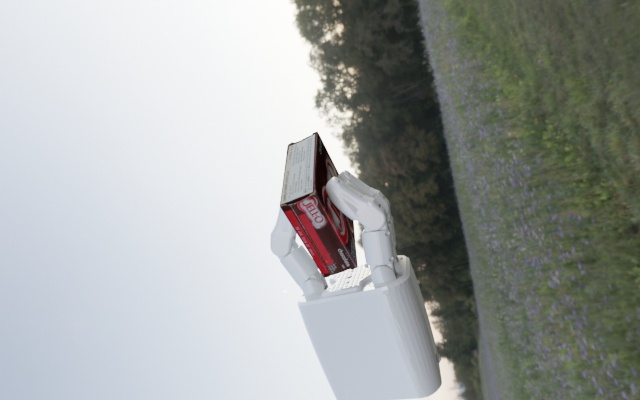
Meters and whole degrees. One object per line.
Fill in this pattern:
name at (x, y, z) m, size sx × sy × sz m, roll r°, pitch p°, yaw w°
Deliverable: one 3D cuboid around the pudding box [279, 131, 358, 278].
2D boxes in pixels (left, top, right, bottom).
pudding box at (0.000, 0.002, 0.448) m, size 0.039 × 0.090 × 0.113 m, roll -21°, pitch 32°, yaw 12°
